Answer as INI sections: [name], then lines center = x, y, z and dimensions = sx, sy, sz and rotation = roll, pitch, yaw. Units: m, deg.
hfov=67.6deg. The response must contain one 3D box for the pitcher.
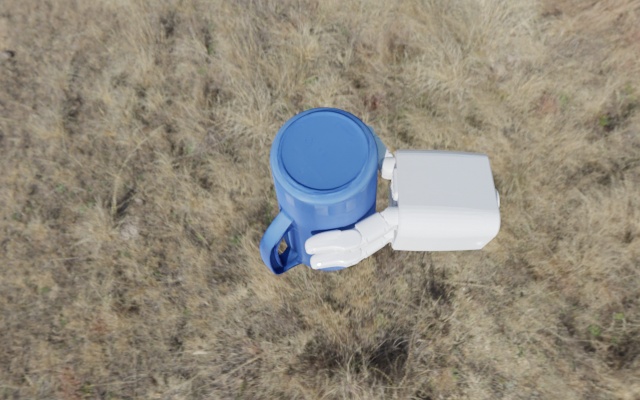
[pitcher]
center = 0.000, 0.002, 0.573
dimensions = 0.145, 0.149, 0.243
rotation = 2, -21, 4
